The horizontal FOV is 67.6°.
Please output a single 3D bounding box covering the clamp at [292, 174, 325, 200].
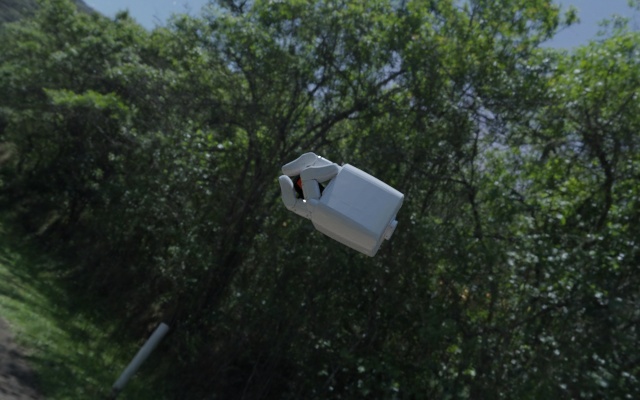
[{"bbox_3d":[0.000,0.002,0.835,0.120,0.039,0.171,28,-11,13],"label":"clamp"}]
